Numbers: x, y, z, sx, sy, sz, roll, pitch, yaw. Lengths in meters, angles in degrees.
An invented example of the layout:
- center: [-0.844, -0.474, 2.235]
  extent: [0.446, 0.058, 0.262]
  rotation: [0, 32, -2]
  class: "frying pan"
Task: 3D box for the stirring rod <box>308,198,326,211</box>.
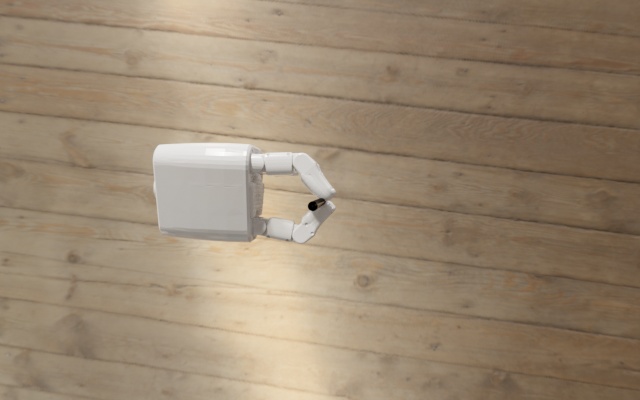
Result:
- center: [0.000, 0.002, 0.494]
  extent: [0.011, 0.011, 0.239]
  rotation: [0, 1, 3]
  class: "stirring rod"
